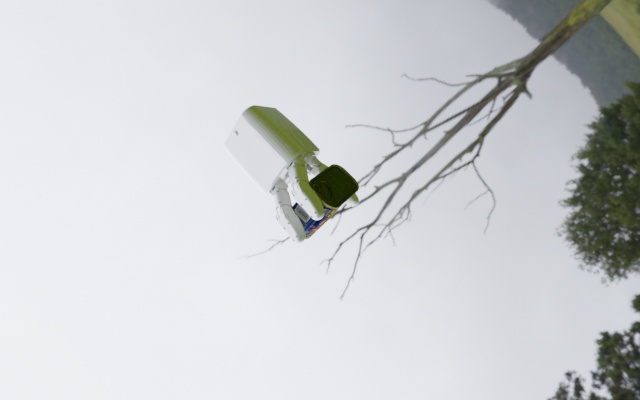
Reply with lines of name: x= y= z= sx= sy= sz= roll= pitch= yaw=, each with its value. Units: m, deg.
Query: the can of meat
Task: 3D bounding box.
can of meat: x=0.000 y=0.003 z=0.726 sx=0.084 sy=0.057 sz=0.102 roll=-49 pitch=-6 yaw=36
